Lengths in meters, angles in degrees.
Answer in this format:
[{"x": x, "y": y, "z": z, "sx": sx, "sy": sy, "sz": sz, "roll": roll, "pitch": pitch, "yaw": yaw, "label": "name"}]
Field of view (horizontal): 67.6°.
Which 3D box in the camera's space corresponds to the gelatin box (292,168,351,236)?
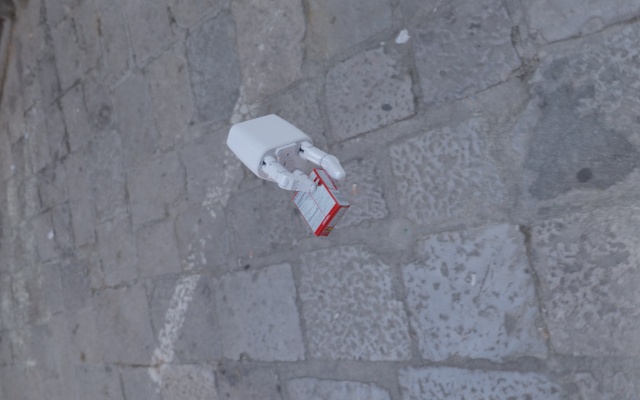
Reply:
[{"x": 0.000, "y": 0.003, "z": 0.782, "sx": 0.030, "sy": 0.073, "sz": 0.089, "roll": 2, "pitch": 43, "yaw": -44, "label": "gelatin box"}]
